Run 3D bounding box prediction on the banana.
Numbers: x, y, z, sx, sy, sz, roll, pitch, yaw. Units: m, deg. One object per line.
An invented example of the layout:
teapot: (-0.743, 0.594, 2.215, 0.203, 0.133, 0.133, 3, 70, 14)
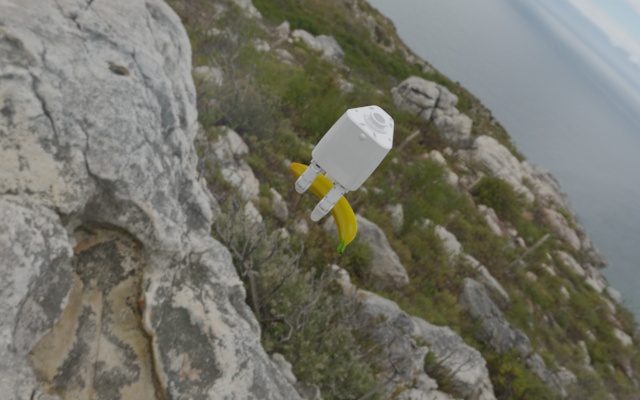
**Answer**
banana: (0.015, 0.003, 0.891, 0.069, 0.197, 0.037, -13, -26, -43)
